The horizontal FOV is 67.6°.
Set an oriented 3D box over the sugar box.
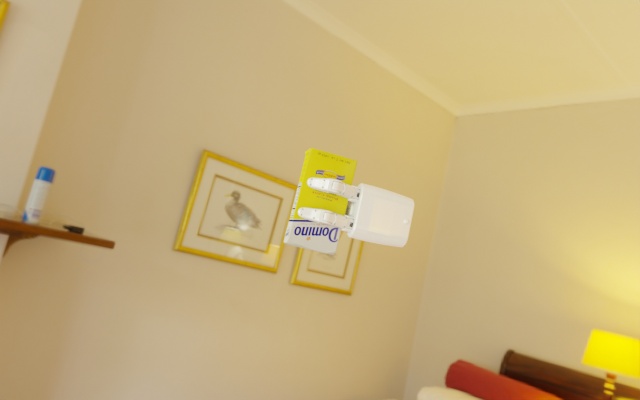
[{"bbox_3d":[0.000,0.003,0.861,0.093,0.176,0.048,14,-8,-12],"label":"sugar box"}]
